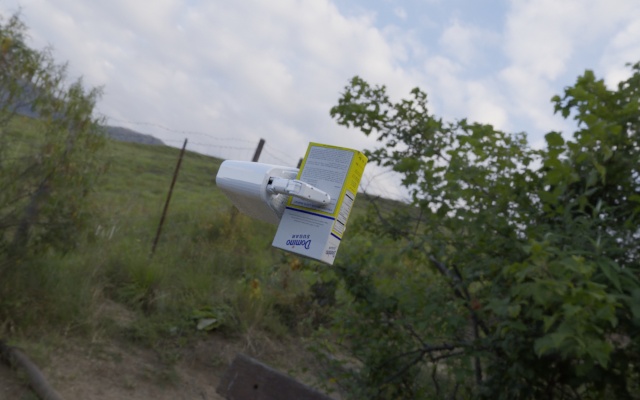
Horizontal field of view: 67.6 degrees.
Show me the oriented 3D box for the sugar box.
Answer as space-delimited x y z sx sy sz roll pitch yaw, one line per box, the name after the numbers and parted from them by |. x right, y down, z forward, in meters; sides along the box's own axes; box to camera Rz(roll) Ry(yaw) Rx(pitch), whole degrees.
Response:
0.000 0.002 0.729 0.093 0.176 0.048 13 -10 32 | sugar box
